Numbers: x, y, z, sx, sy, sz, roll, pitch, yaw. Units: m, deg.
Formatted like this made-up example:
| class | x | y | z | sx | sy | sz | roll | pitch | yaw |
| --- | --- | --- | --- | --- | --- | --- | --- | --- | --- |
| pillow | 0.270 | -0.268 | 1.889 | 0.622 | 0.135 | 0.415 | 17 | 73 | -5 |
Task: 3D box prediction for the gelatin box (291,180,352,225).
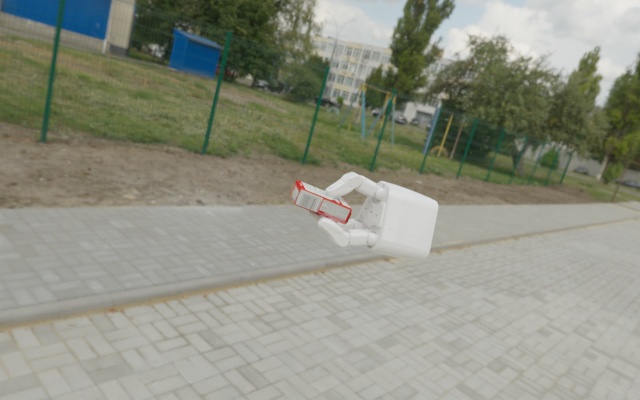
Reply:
| class | x | y | z | sx | sy | sz | roll | pitch | yaw |
| --- | --- | --- | --- | --- | --- | --- | --- | --- | --- |
| gelatin box | 0.000 | 0.002 | 0.754 | 0.089 | 0.030 | 0.073 | 22 | 9 | -13 |
